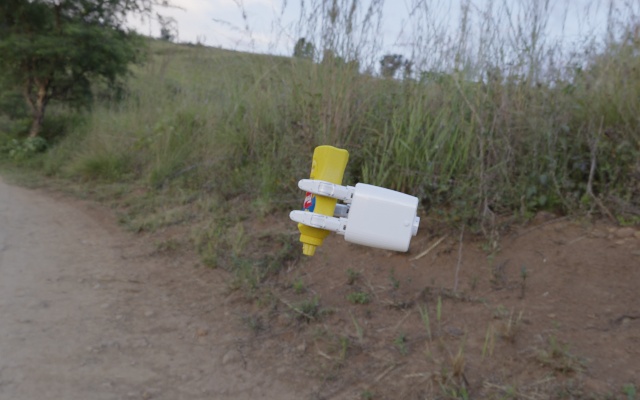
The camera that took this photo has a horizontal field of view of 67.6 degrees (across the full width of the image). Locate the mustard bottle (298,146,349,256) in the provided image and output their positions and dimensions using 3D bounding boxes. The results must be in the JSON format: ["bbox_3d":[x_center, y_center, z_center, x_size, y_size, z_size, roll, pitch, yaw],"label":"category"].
[{"bbox_3d":[0.000,0.002,0.845,0.058,0.191,0.096,13,-2,-16],"label":"mustard bottle"}]
